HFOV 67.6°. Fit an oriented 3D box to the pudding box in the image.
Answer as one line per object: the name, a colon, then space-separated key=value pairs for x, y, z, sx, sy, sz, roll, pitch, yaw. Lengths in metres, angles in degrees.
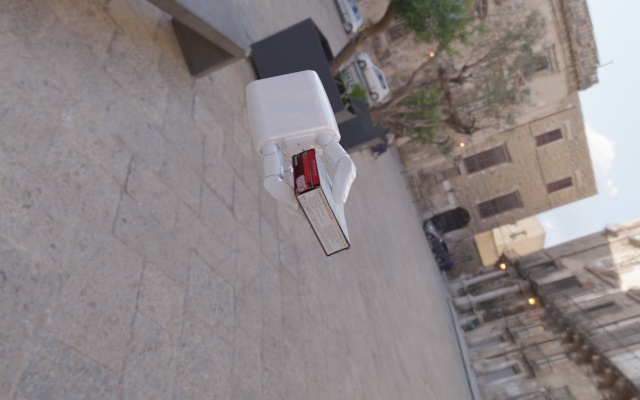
pudding box: x=0.000 y=0.002 z=0.619 sx=0.039 sy=0.114 sz=0.090 roll=-21 pitch=36 yaw=11
